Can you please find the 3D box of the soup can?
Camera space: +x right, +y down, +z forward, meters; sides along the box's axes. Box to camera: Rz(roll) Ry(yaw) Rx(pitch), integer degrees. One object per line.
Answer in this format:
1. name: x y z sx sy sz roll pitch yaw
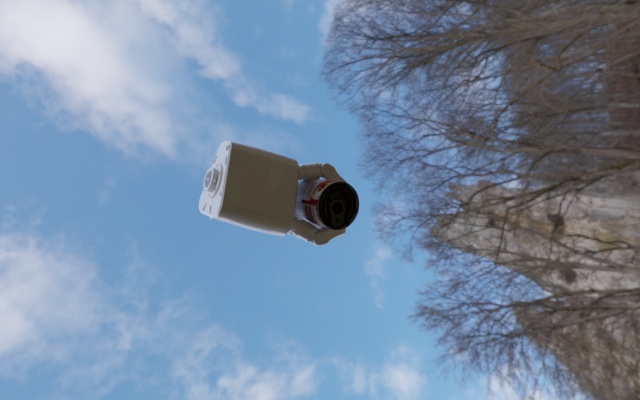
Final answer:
1. soup can: 0.000 0.002 0.699 0.068 0.068 0.102 0 6 -31
